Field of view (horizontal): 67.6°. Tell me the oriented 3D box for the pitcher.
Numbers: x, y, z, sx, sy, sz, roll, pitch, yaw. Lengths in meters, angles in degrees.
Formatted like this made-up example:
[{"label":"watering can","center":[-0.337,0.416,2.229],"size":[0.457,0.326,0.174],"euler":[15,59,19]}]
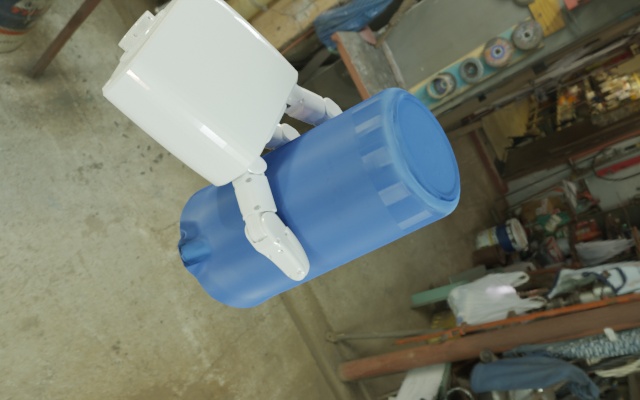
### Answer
[{"label":"pitcher","center":[0.000,0.001,0.439],"size":[0.243,0.149,0.145],"euler":[-26,-55,35]}]
